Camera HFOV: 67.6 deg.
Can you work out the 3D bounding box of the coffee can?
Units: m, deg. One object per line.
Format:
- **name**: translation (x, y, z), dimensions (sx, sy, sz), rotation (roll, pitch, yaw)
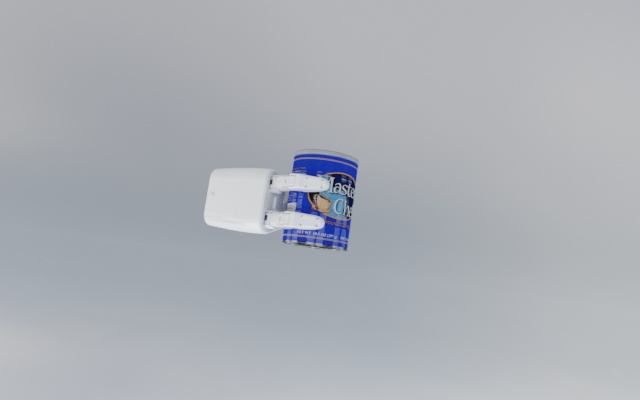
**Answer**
- **coffee can**: translation (0.000, 0.002, 0.734), dimensions (0.103, 0.140, 0.103), rotation (8, -8, 1)
